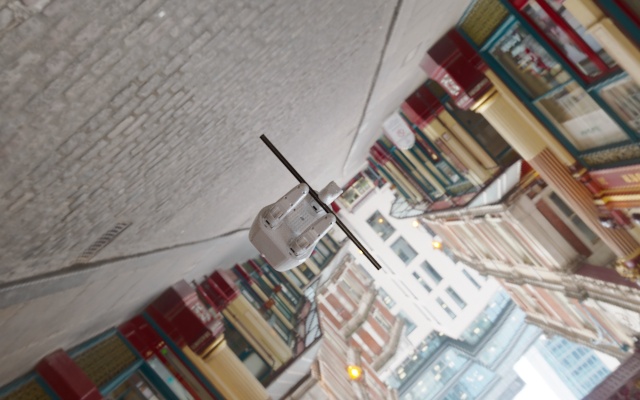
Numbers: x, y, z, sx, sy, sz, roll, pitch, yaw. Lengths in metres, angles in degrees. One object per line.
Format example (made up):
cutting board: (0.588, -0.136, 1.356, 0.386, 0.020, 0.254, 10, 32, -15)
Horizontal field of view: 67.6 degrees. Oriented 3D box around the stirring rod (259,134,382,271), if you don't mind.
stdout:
stirring rod: (0.000, 0.002, 0.643, 0.011, 0.239, 0.011, -42, -1, -1)
